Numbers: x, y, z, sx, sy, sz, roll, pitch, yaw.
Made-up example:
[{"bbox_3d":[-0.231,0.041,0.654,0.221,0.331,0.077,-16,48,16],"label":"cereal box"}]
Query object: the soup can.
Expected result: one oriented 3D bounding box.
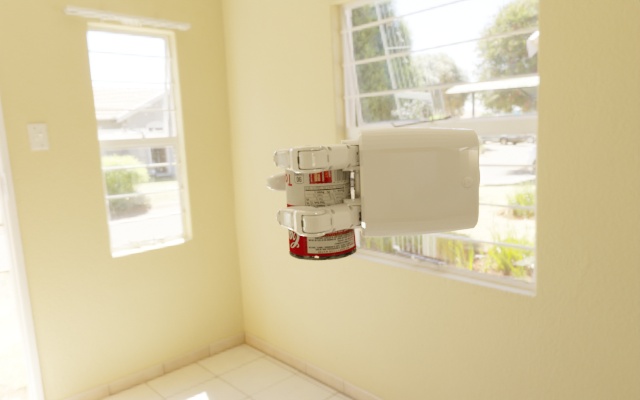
[{"bbox_3d":[0.000,0.001,0.472,0.068,0.102,0.068,-3,9,0],"label":"soup can"}]
